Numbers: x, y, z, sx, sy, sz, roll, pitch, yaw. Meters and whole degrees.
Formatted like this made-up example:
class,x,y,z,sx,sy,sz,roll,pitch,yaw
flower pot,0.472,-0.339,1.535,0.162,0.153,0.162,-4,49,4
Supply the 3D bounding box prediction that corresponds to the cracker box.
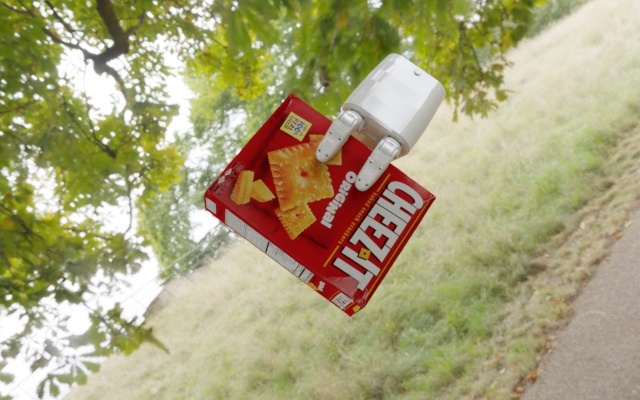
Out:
class,x,y,z,sx,sy,sz,roll,pitch,yaw
cracker box,0.000,0.002,0.554,0.213,0.164,0.072,36,-22,4
